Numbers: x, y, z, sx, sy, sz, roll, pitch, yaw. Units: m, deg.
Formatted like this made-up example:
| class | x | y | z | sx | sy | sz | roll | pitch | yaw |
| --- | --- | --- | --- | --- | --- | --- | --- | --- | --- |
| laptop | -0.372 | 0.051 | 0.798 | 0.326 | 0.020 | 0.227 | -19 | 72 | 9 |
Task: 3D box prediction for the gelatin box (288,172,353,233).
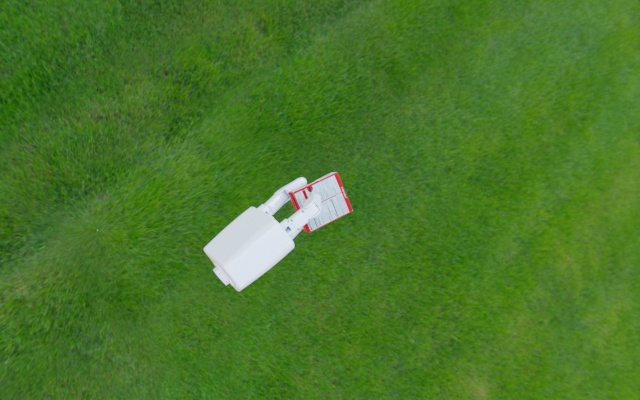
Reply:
| class | x | y | z | sx | sy | sz | roll | pitch | yaw |
| --- | --- | --- | --- | --- | --- | --- | --- | --- | --- |
| gelatin box | 0.001 | 0.002 | 0.802 | 0.089 | 0.073 | 0.030 | -26 | 10 | -16 |
